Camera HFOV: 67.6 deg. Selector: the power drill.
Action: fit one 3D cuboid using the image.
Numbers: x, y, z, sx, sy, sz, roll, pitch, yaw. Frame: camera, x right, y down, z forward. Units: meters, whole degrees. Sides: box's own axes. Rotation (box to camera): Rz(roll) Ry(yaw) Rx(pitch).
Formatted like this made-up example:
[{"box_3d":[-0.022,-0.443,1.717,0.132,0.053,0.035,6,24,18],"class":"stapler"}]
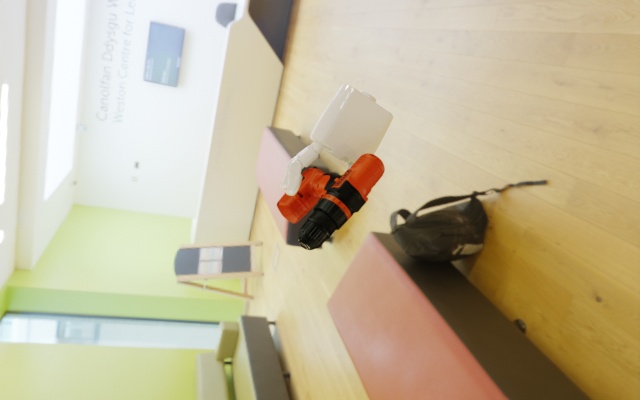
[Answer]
[{"box_3d":[0.000,0.002,0.778,0.184,0.057,0.187,-47,22,-20],"class":"power drill"}]
